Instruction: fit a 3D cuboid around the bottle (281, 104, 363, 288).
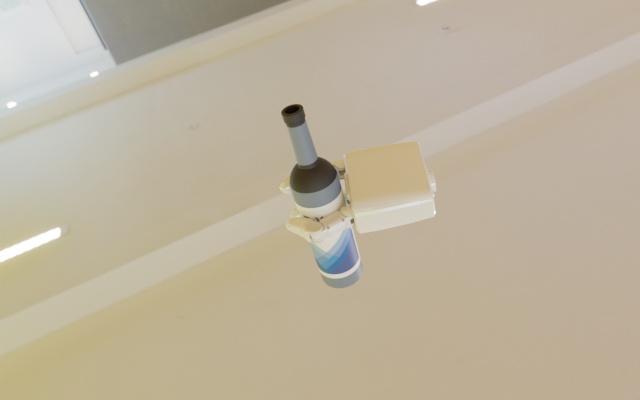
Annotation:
[{"bbox_3d":[0.000,0.002,0.659,0.069,0.296,0.069,-10,39,9],"label":"bottle"}]
